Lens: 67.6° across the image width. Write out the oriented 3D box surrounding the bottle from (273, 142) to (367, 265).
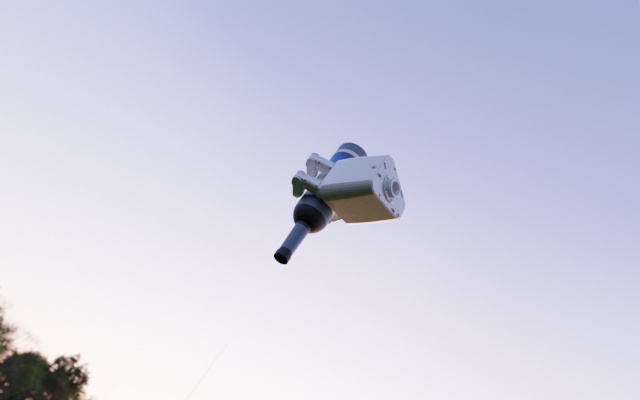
[{"bbox_3d":[0.000,0.003,0.873,0.069,0.069,0.295,0,39,35],"label":"bottle"}]
